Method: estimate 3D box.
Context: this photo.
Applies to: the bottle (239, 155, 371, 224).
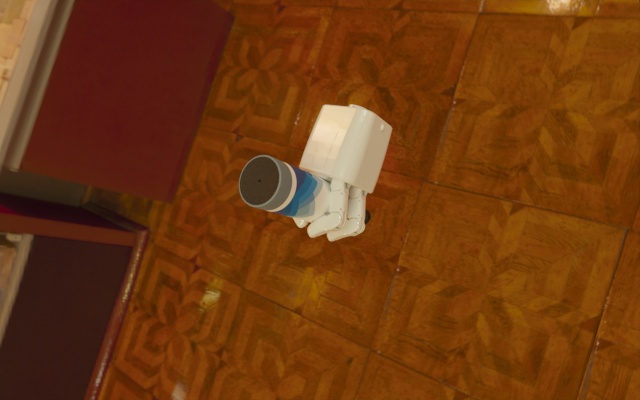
[{"bbox_3d":[0.000,0.002,0.712,0.069,0.069,0.296,0,-10,32],"label":"bottle"}]
